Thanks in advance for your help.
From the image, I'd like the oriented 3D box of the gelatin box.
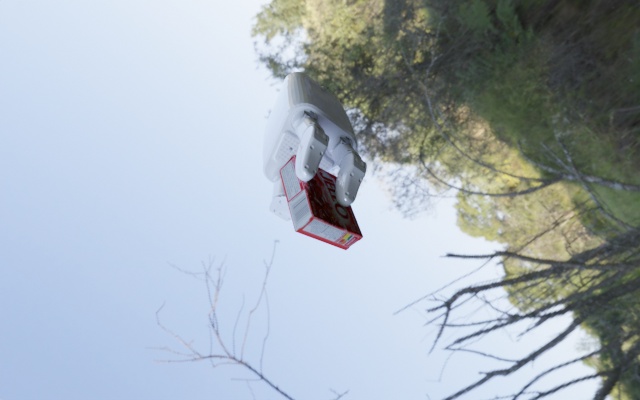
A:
[{"bbox_3d":[0.000,0.002,0.498,0.073,0.089,0.030,25,-55,-39],"label":"gelatin box"}]
